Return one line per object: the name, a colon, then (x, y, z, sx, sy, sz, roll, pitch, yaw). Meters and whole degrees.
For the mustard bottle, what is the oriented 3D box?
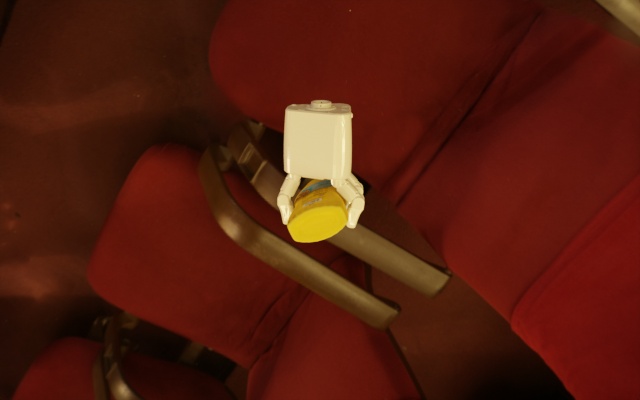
mustard bottle: (0.000, 0.003, 0.829, 0.096, 0.058, 0.191, -22, 19, 12)
